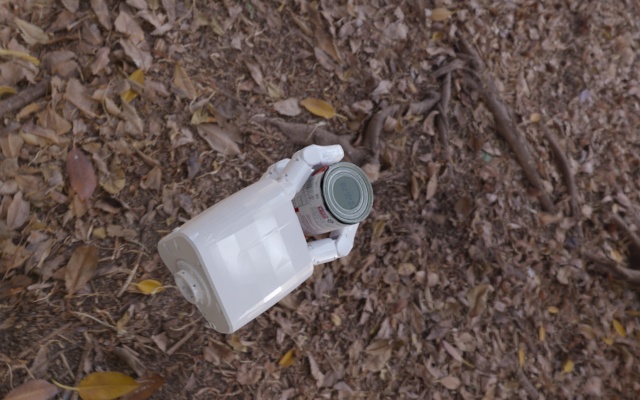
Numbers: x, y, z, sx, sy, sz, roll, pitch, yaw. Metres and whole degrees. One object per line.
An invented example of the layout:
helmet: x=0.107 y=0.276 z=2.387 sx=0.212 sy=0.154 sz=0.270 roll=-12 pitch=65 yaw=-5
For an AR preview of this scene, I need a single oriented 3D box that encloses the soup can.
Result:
soup can: x=0.001 y=0.002 z=0.523 sx=0.068 sy=0.068 sz=0.102 roll=0 pitch=-12 yaw=-35
